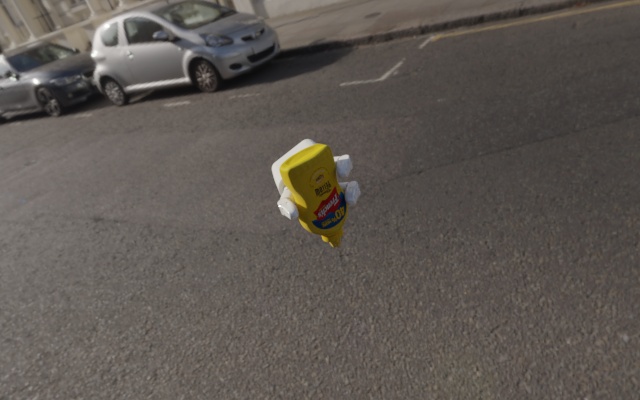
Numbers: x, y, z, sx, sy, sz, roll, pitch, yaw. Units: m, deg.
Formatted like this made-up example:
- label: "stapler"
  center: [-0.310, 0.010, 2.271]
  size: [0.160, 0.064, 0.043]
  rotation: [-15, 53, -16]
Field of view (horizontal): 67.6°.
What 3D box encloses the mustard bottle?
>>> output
- label: "mustard bottle"
  center: [0.000, 0.003, 0.850]
  size: [0.096, 0.192, 0.058]
  rotation: [-35, 31, -26]
